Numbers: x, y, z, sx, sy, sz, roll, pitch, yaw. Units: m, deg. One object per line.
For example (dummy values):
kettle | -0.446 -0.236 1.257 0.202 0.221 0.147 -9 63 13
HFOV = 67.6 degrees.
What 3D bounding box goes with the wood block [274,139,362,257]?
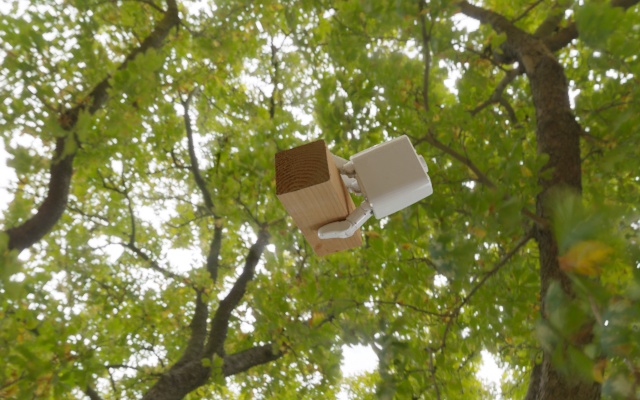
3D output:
wood block | 0.001 0.003 0.827 0.090 0.090 0.206 -15 -38 11
